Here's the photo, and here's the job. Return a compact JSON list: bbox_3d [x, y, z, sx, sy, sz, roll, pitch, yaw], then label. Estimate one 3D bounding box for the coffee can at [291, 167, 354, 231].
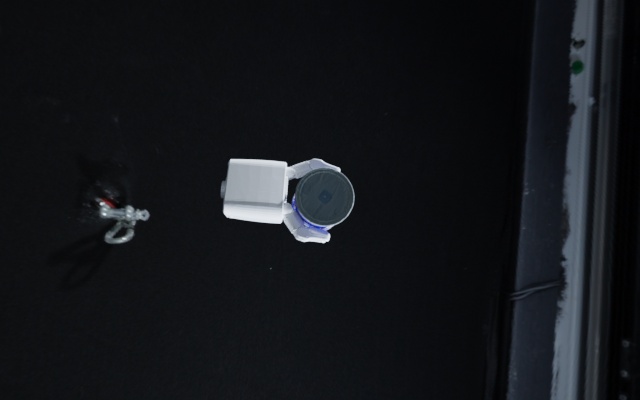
[{"bbox_3d":[0.000,0.003,0.888,0.103,0.103,0.140,0,-8,-6],"label":"coffee can"}]
